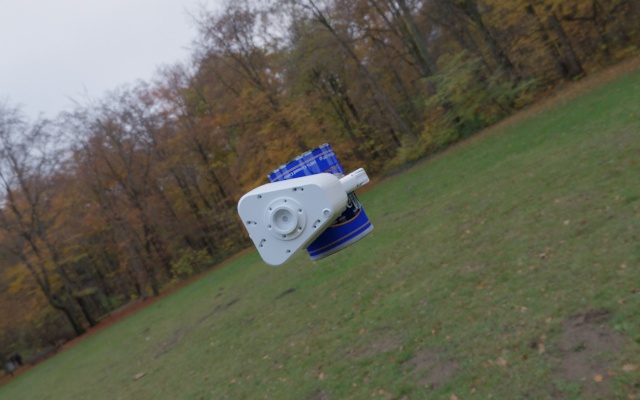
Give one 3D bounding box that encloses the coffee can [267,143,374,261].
[{"bbox_3d":[0.000,0.002,0.695,0.103,0.140,0.103,-28,1,1],"label":"coffee can"}]
